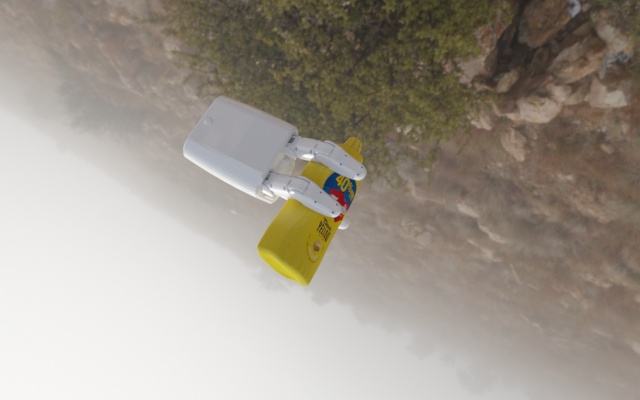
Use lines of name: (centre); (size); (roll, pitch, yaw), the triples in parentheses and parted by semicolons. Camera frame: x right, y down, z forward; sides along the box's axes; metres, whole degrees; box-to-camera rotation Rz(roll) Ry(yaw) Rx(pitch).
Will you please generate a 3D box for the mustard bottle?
mustard bottle: (0.000, 0.002, 0.580); (0.058, 0.191, 0.096); (17, -22, 32)
